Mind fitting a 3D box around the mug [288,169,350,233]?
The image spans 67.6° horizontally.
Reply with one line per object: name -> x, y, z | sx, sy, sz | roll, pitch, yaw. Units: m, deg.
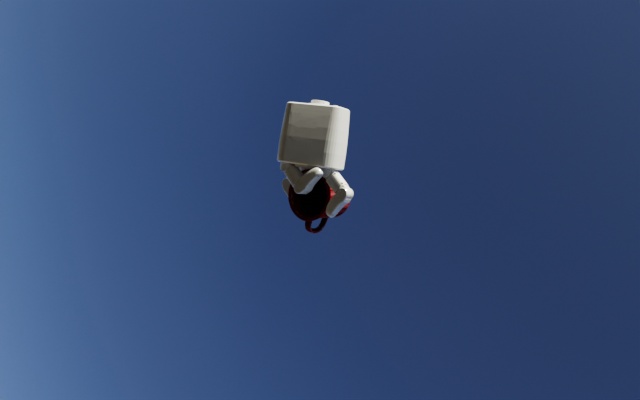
mug -> 0.000, 0.004, 0.873 | 0.093, 0.117, 0.081 | 13, 7, 36
